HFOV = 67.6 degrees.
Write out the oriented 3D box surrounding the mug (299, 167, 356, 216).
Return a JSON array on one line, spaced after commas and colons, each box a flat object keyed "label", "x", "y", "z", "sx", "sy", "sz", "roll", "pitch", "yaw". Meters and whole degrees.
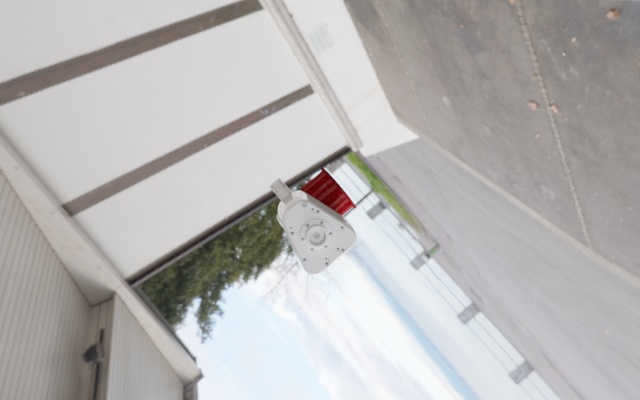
[{"label": "mug", "x": 0.000, "y": 0.003, "z": 0.835, "sx": 0.081, "sy": 0.093, "sz": 0.117, "roll": -40, "pitch": 7, "yaw": -1}]
